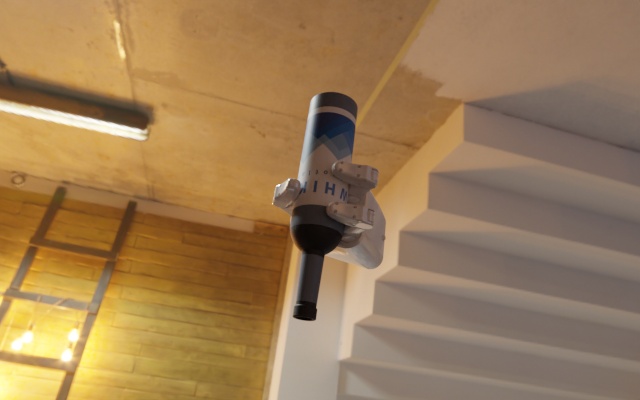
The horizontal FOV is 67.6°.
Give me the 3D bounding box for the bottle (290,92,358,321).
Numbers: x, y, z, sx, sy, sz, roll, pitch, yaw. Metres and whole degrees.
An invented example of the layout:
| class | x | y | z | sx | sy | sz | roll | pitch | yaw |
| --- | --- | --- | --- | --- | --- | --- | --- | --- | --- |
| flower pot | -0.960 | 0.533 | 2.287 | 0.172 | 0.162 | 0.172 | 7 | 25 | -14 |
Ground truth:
| class | x | y | z | sx | sy | sz | roll | pitch | yaw |
| --- | --- | --- | --- | --- | --- | --- | --- | --- | --- |
| bottle | 0.000 | 0.002 | 0.604 | 0.069 | 0.295 | 0.069 | 7 | -24 | 3 |
